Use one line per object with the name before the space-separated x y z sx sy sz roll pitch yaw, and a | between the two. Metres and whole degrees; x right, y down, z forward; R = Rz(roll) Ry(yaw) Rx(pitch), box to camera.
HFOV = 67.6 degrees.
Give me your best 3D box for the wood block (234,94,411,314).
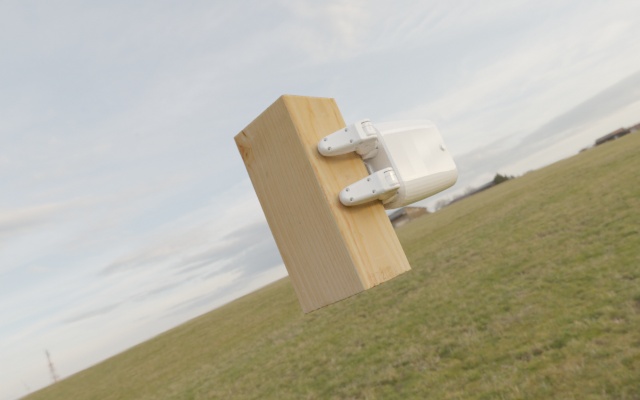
wood block | 0.000 0.002 0.512 0.091 0.206 0.090 -32 -13 39
